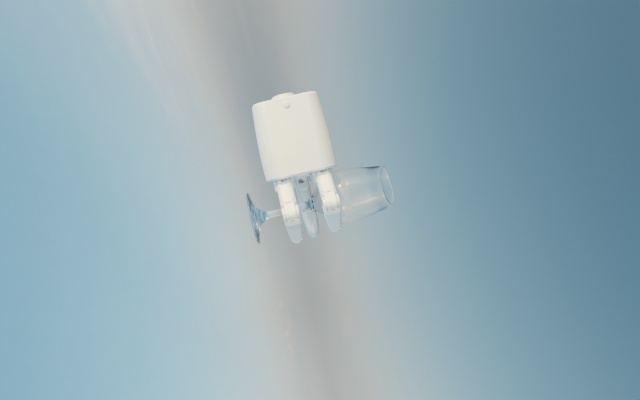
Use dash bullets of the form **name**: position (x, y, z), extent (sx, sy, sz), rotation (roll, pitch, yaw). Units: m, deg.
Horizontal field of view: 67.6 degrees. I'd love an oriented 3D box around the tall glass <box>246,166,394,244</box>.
- **tall glass**: position (-0.001, 0.003, 0.685), extent (0.201, 0.079, 0.079), rotation (-13, 1, -4)
